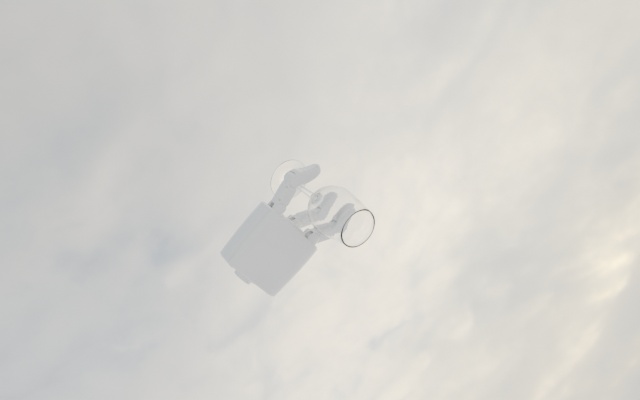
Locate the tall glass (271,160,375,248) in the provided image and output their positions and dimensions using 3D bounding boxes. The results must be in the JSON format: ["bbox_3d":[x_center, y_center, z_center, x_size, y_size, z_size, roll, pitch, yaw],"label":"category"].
[{"bbox_3d":[0.000,0.002,0.761,0.079,0.079,0.201,0,23,-37],"label":"tall glass"}]
